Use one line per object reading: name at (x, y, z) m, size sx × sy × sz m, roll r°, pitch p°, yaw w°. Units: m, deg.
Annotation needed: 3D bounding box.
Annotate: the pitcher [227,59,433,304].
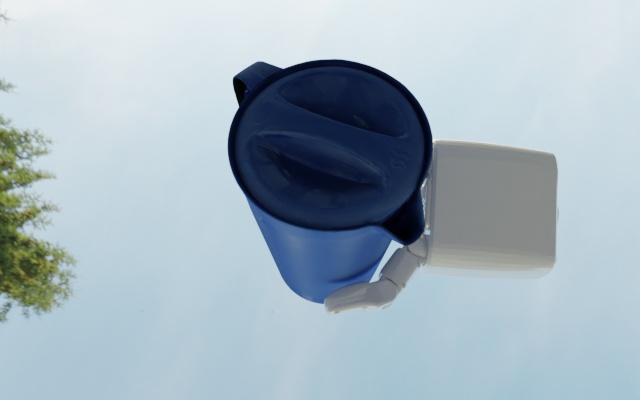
pitcher at (0.000, 0.001, 0.414) m, size 0.145 × 0.149 × 0.243 m, roll 3°, pitch -26°, yaw 1°
